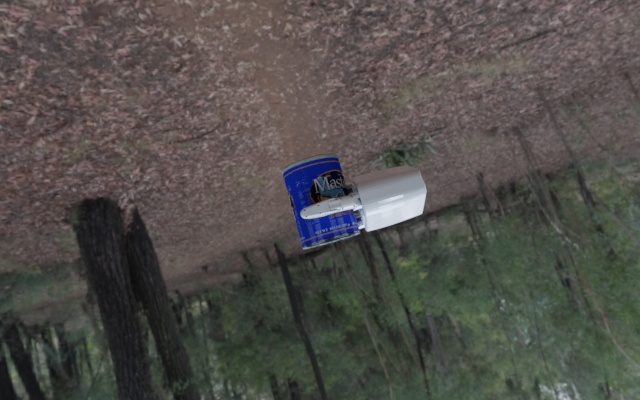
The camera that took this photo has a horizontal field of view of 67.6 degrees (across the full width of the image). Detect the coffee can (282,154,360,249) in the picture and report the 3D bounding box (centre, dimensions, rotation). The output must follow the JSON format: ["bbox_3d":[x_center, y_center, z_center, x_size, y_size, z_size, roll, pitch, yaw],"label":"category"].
[{"bbox_3d":[0.000,0.003,0.820,0.103,0.140,0.103,-15,-8,-2],"label":"coffee can"}]
